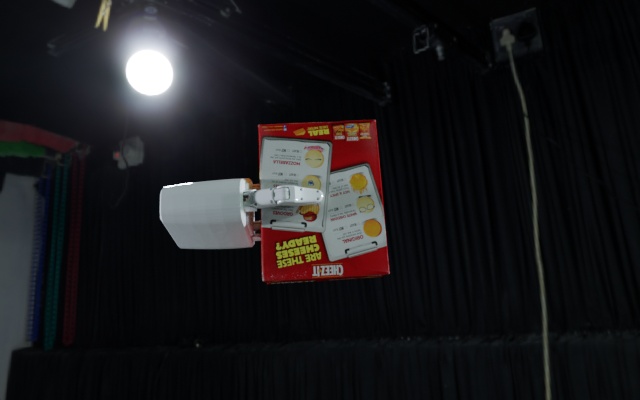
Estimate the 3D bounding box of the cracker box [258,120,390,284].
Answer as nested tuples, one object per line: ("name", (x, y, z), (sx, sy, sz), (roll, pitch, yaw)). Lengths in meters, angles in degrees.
("cracker box", (0.000, 0.002, 0.656), (0.164, 0.213, 0.072), (-3, -13, -2))
